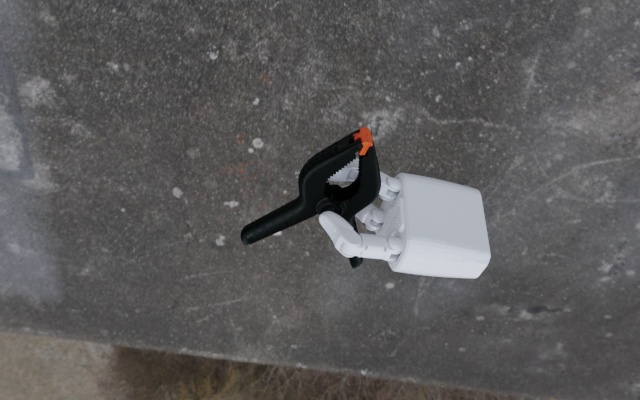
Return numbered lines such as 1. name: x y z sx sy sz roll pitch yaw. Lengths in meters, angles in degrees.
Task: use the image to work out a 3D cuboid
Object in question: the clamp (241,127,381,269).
1. clamp: 0.001 0.002 0.557 0.164 0.036 0.210 8 -47 -13
